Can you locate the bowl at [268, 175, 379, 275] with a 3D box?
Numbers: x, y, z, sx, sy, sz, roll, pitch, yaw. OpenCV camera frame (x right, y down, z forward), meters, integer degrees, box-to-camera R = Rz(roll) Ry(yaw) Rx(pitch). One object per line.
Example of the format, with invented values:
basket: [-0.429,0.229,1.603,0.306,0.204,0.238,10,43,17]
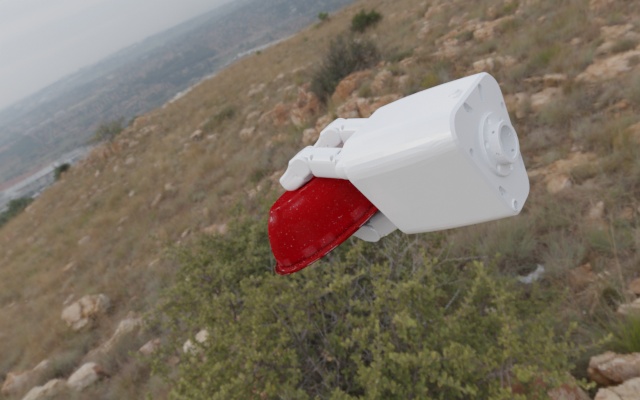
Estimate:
bowl: [-0.001,0.002,0.489,0.162,0.055,0.162,-39,10,8]
